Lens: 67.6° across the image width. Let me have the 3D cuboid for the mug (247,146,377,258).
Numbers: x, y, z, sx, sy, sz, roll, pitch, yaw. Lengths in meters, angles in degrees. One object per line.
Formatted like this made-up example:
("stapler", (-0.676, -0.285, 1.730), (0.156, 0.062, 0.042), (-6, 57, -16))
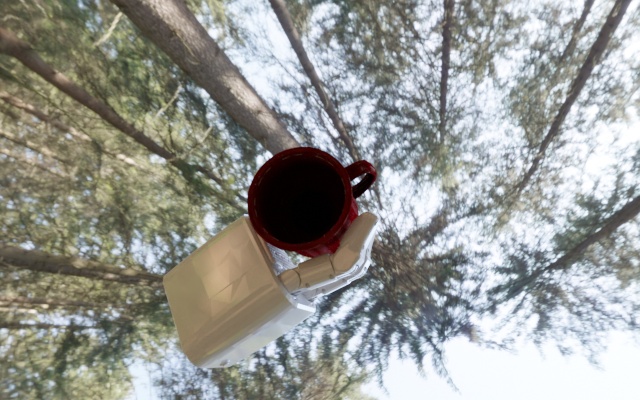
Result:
("mug", (0.001, 0.001, 0.442), (0.117, 0.093, 0.081), (-34, -21, 2))
